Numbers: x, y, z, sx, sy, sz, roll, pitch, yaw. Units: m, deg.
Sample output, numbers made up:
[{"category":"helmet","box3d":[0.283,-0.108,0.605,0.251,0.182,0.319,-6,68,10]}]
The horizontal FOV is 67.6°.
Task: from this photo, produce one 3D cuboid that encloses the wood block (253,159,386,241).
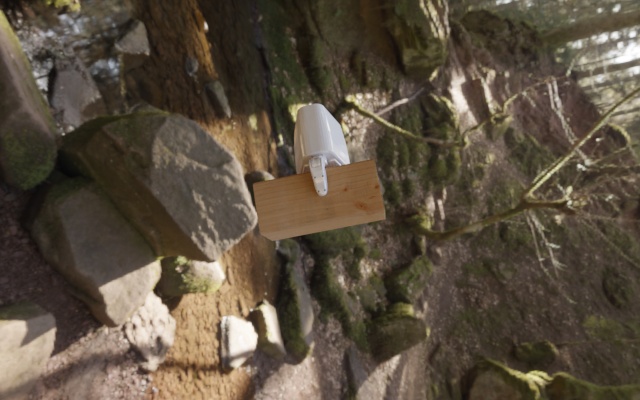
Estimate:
[{"category":"wood block","box3d":[0.000,0.002,0.814,0.206,0.090,0.091,-11,-14,6]}]
